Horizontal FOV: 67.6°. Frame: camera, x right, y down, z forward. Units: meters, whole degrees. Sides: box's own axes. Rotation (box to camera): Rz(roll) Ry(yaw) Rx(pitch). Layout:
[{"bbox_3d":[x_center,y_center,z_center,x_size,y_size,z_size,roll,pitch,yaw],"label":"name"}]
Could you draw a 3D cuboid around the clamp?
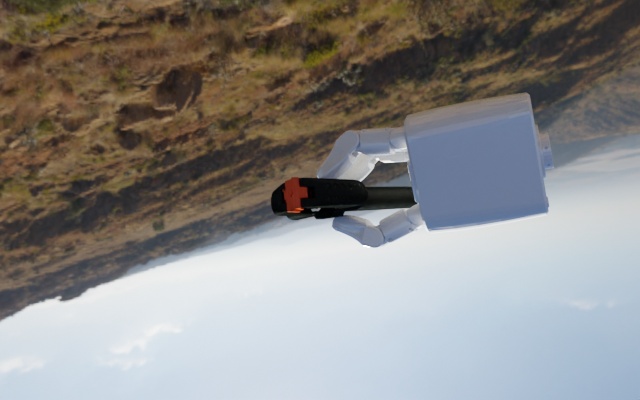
[{"bbox_3d":[0.000,0.002,0.498,0.164,0.036,0.210,-9,-5,24],"label":"clamp"}]
